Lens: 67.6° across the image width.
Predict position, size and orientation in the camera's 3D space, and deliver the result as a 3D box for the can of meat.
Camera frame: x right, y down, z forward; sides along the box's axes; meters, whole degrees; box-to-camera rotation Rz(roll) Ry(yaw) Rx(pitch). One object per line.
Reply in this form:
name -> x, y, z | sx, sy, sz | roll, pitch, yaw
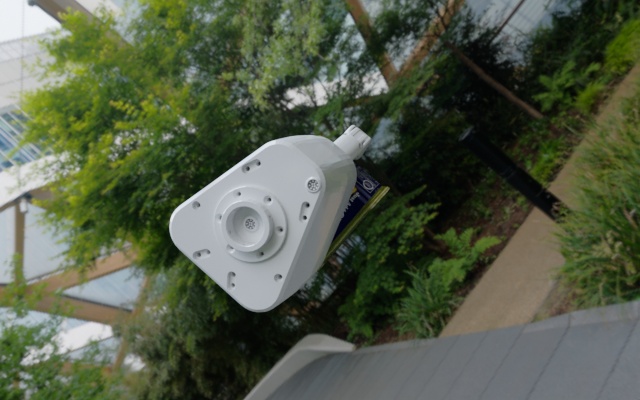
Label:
can of meat -> 0.000, 0.001, 0.452 | 0.084, 0.102, 0.057 | 41, 17, 5
